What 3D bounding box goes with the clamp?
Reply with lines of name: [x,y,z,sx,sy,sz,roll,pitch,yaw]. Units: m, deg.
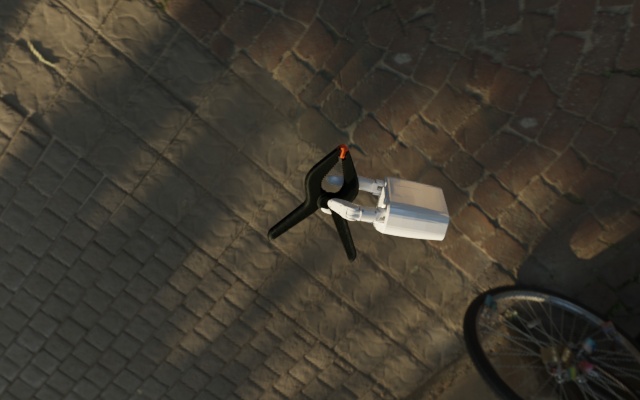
clamp: [0.000,0.003,0.829,0.164,0.210,0.036,9,19,-6]
